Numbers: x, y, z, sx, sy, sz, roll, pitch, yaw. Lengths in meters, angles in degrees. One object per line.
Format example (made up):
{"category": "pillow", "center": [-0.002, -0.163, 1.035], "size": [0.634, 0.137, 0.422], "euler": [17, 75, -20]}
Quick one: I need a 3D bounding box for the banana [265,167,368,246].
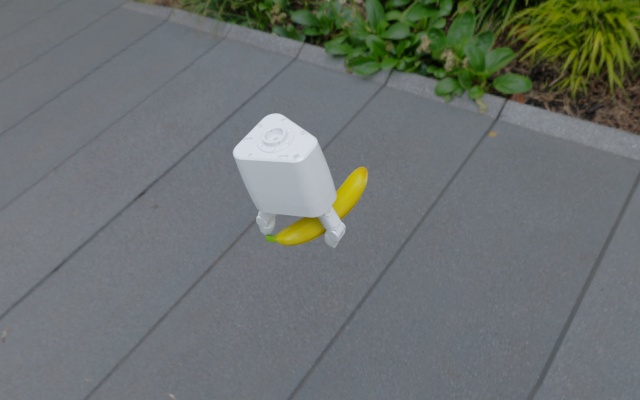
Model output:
{"category": "banana", "center": [0.007, 0.014, 0.736], "size": [0.198, 0.037, 0.069], "euler": [-34, 46, -12]}
